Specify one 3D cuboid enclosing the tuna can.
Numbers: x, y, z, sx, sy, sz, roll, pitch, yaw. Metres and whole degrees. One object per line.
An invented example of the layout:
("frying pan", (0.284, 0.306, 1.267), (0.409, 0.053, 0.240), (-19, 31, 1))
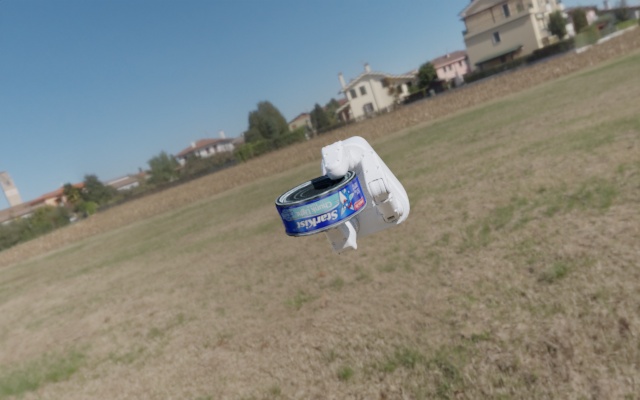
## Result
("tuna can", (0.000, 0.001, 0.466), (0.086, 0.034, 0.086), (-20, 13, 5))
